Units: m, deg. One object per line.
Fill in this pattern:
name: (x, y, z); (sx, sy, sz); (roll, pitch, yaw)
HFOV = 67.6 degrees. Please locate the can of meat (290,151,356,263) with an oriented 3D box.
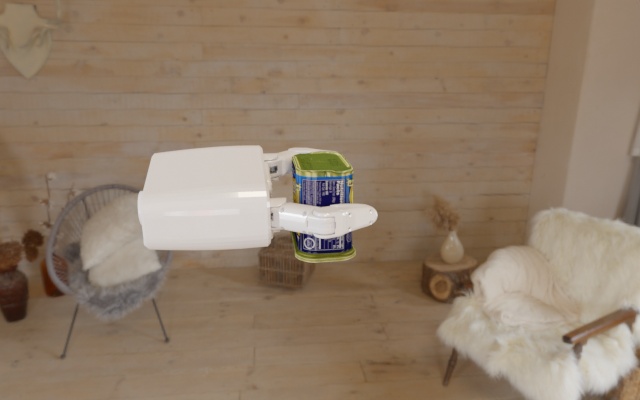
can of meat: (0.000, 0.001, 0.464); (0.057, 0.084, 0.102); (-2, 16, -7)
